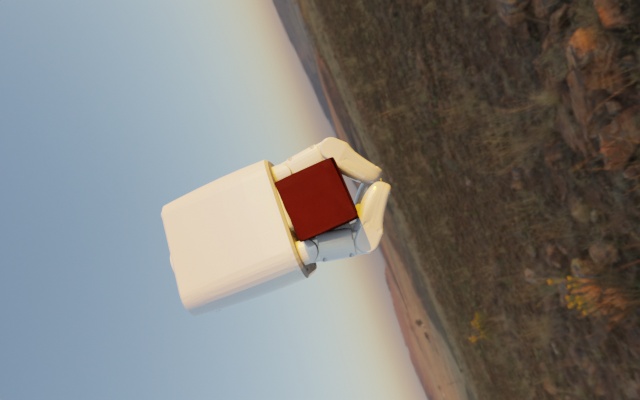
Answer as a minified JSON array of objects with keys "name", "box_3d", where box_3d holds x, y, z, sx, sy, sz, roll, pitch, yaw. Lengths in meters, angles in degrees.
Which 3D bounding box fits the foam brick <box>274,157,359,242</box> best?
[{"name":"foam brick","box_3d":[0.000,0.001,0.404,0.051,0.053,0.078,-23,-5,4]}]
